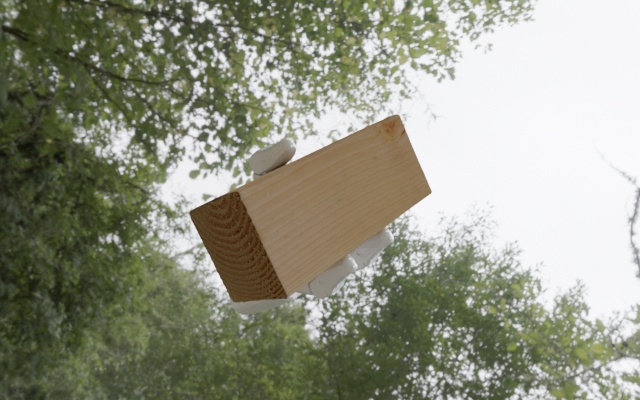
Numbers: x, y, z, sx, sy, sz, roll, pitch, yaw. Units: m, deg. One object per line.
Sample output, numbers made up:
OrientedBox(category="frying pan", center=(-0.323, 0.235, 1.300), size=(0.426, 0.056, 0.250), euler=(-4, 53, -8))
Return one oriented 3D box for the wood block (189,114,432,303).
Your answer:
OrientedBox(category="wood block", center=(0.000, 0.001, 0.444), size=(0.206, 0.091, 0.090), euler=(-31, 8, -40))
